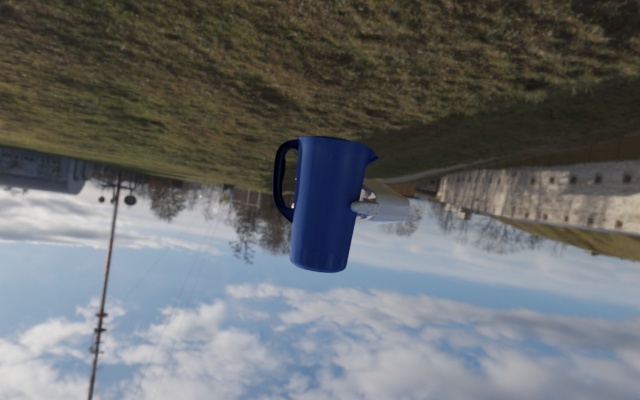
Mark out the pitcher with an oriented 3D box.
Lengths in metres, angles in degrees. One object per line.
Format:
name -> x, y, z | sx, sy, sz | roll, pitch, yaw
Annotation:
pitcher -> 0.000, 0.003, 0.884 | 0.145, 0.243, 0.149 | 6, 4, -40
